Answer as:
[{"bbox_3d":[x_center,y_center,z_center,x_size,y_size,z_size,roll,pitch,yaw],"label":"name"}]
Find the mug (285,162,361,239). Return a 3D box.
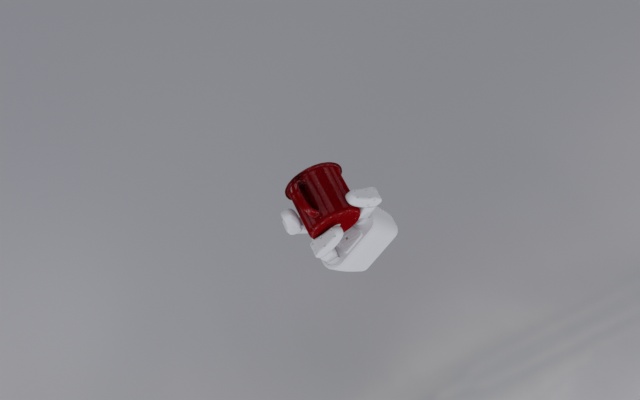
[{"bbox_3d":[0.000,0.002,0.683,0.093,0.081,0.117,-37,-27,20],"label":"mug"}]
